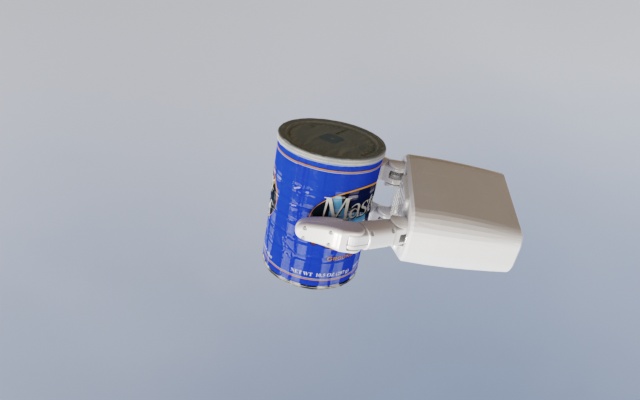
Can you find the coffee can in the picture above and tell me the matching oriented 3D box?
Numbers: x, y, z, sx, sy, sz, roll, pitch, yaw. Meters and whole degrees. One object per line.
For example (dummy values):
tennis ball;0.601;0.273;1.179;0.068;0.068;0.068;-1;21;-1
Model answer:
coffee can;0.000;0.001;0.476;0.103;0.140;0.102;8;28;-4
